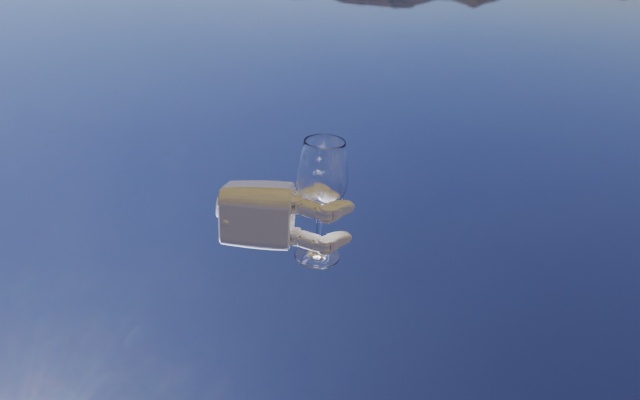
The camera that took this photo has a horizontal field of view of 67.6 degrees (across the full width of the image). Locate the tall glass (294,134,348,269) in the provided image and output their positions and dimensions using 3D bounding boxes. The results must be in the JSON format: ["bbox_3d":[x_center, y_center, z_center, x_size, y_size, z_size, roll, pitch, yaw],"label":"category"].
[{"bbox_3d":[0.000,0.003,0.735,0.079,0.201,0.079,4,27,-2],"label":"tall glass"}]
